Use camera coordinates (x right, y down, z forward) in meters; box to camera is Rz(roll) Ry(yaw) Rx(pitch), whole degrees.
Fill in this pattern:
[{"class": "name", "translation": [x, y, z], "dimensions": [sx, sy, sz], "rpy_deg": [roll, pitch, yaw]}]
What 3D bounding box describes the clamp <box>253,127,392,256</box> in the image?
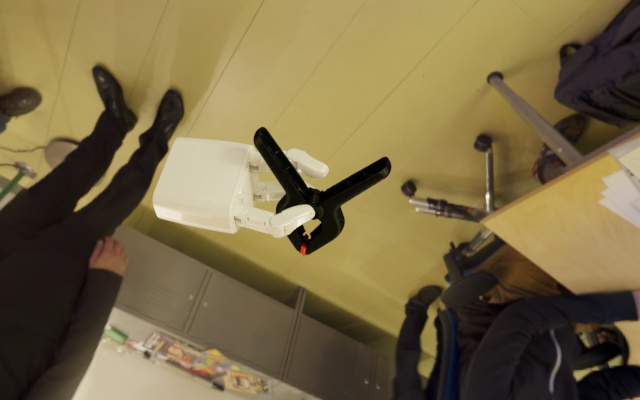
[{"class": "clamp", "translation": [0.000, 0.003, 0.619], "dimensions": [0.164, 0.036, 0.210], "rpy_deg": [10, -43, 8]}]
